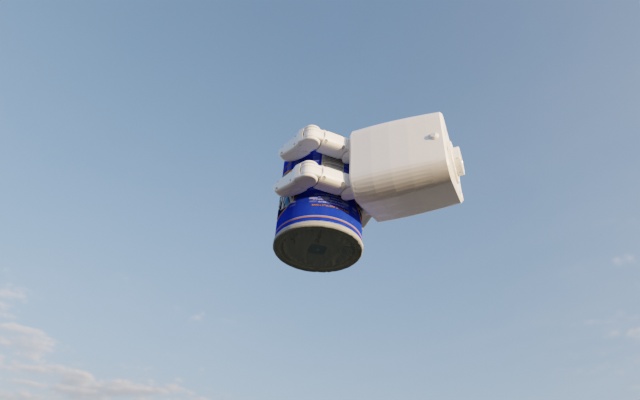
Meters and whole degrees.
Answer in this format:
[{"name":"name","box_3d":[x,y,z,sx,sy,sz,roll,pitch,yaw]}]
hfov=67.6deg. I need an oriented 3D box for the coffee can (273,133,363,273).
[{"name":"coffee can","box_3d":[0.000,0.002,0.583,0.103,0.140,0.103,2,-37,2]}]
